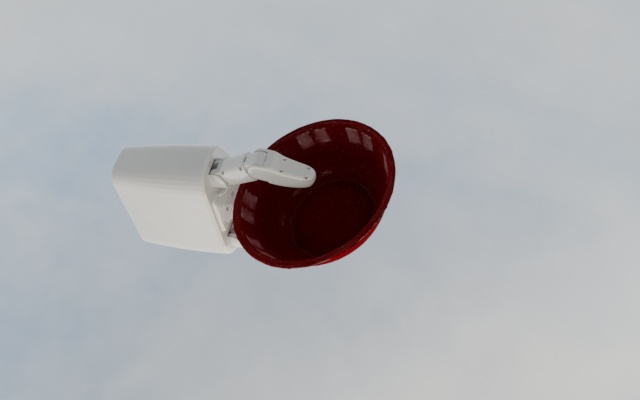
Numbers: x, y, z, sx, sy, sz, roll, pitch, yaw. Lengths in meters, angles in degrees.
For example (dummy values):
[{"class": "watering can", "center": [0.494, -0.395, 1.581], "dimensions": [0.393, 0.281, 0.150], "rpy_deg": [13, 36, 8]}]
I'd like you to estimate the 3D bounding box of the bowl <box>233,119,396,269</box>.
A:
[{"class": "bowl", "center": [0.001, 0.002, 0.450], "dimensions": [0.162, 0.162, 0.055], "rpy_deg": [0, -33, 29]}]
